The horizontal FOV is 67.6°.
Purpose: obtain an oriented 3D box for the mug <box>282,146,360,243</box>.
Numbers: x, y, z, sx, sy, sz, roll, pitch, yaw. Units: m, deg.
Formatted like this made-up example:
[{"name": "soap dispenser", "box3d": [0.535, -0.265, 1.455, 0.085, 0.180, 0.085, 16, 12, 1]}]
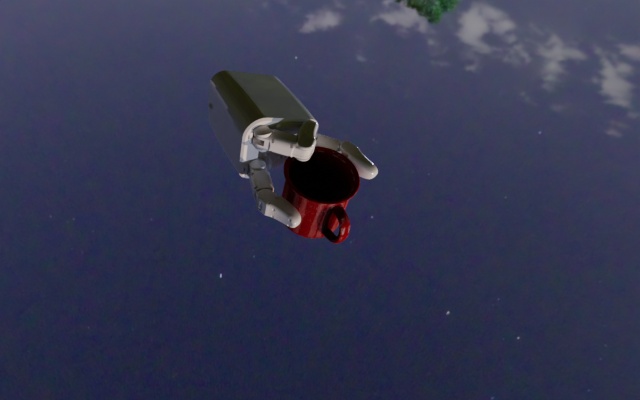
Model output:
[{"name": "mug", "box3d": [0.001, 0.003, 0.590, 0.093, 0.117, 0.082, -20, -31, -29]}]
